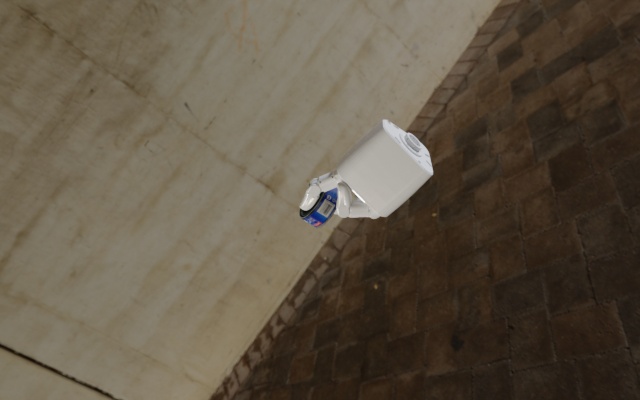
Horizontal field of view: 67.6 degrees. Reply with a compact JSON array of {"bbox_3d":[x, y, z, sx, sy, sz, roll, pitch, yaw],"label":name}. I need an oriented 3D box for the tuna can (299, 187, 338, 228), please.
[{"bbox_3d":[0.000,0.002,0.830,0.034,0.086,0.086,32,-12,-19],"label":"tuna can"}]
